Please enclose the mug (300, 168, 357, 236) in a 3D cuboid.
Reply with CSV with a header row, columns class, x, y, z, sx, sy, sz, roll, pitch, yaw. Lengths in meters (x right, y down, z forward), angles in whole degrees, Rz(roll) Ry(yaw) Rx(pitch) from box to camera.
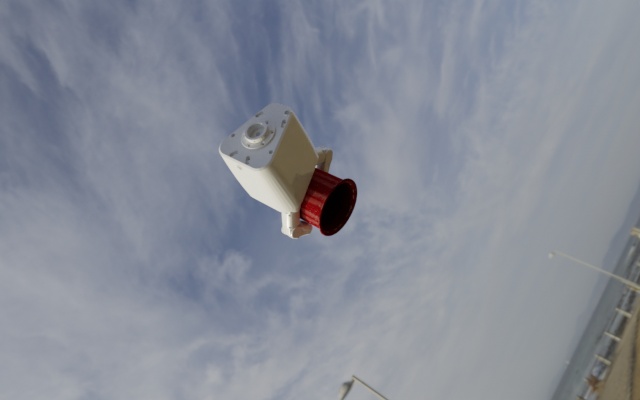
class,x,y,z,sx,sy,sz,roll,pitch,yaw
mug,0.000,0.003,0.740,0.081,0.093,0.117,26,-20,31
